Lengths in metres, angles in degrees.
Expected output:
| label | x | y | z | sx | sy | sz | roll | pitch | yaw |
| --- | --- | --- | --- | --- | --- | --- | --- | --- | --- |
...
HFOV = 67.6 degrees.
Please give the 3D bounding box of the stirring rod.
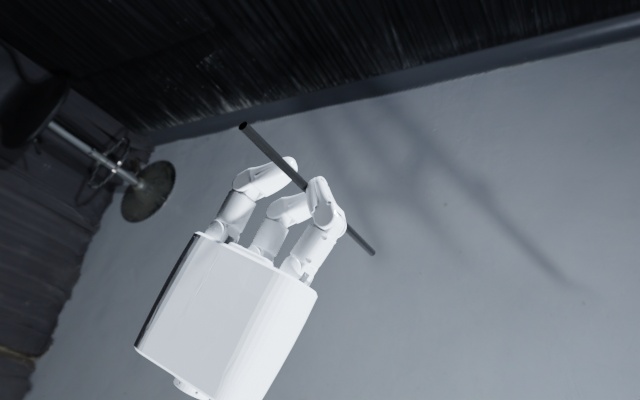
| label | x | y | z | sx | sy | sz | roll | pitch | yaw |
| --- | --- | --- | --- | --- | --- | --- | --- | --- | --- |
| stirring rod | 0.000 | 0.002 | 0.442 | 0.011 | 0.011 | 0.240 | 0 | -28 | 33 |
